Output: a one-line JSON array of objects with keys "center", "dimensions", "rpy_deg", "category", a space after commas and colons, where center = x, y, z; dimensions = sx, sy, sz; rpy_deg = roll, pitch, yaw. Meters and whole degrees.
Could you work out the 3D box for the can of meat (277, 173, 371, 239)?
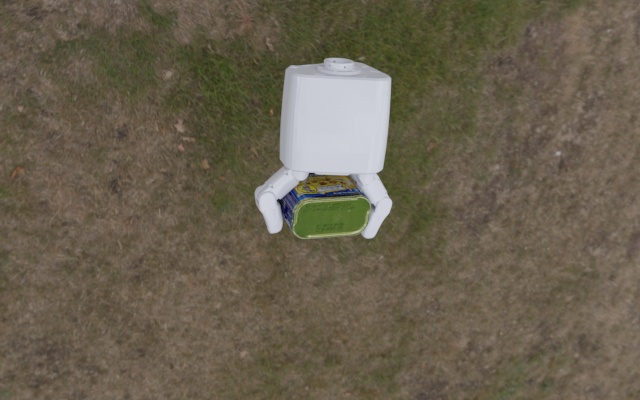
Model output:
[{"center": [0.000, 0.002, 0.578], "dimensions": [0.102, 0.057, 0.084], "rpy_deg": [-4, 27, -21], "category": "can of meat"}]
